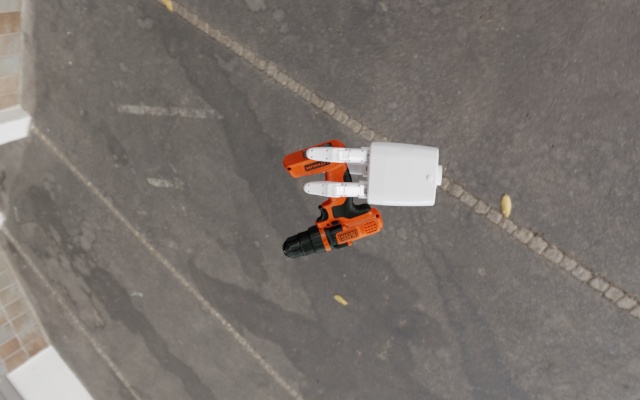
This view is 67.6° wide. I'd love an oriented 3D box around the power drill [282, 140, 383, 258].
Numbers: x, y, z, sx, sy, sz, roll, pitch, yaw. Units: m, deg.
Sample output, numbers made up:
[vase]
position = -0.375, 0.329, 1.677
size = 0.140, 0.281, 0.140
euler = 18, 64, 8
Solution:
[power drill]
position = 0.000, 0.002, 0.817
size = 0.184, 0.188, 0.057
euler = -20, 28, 0
